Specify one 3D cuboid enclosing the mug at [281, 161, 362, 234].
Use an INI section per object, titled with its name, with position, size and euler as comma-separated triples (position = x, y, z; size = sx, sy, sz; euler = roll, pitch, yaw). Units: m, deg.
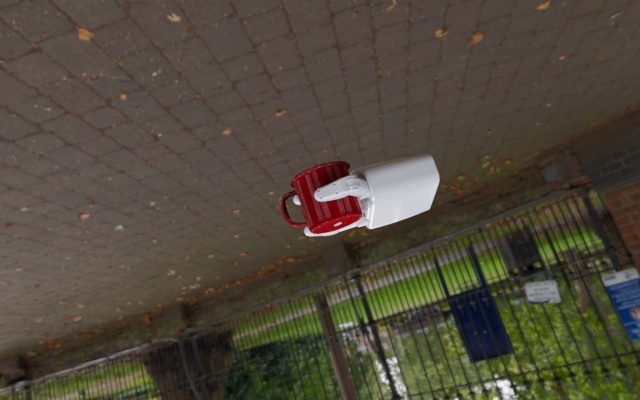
[mug]
position = -0.001, 0.003, 0.698
size = 0.117, 0.081, 0.093
euler = -17, -14, -6
